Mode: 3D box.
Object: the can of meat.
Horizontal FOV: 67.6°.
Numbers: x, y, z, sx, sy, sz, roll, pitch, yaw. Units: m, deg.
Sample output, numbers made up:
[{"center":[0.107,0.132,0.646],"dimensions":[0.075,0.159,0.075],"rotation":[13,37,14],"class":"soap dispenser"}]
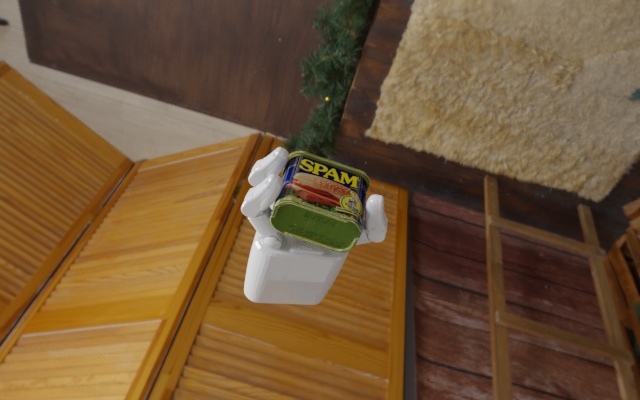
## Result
[{"center":[0.000,0.002,0.530],"dimensions":[0.102,0.057,0.084],"rotation":[19,42,-6],"class":"can of meat"}]
